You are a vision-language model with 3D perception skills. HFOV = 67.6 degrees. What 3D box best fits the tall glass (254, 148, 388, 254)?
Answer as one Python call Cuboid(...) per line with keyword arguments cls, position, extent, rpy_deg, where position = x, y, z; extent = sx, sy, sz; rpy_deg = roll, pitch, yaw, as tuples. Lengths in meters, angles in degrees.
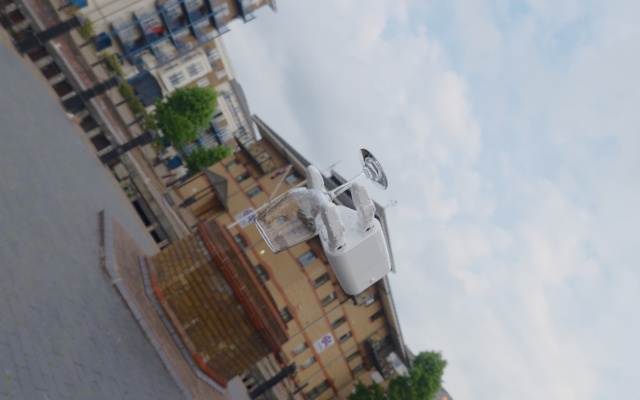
Cuboid(cls="tall glass", position=(0.001, 0.002, 0.723), extent=(0.201, 0.079, 0.079), rpy_deg=(-31, 7, -13))
